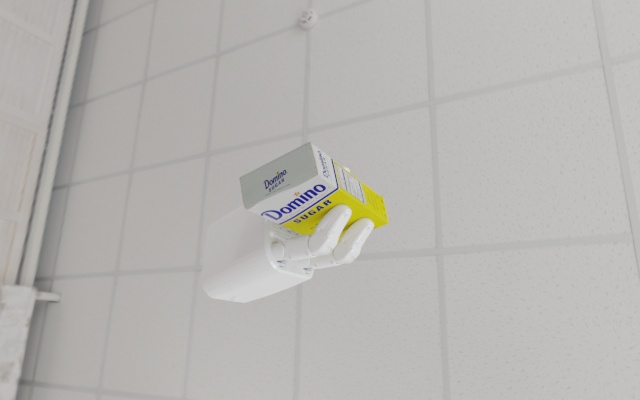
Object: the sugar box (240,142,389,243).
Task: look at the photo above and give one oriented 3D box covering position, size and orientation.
[{"bbox_3d":[0.000,0.002,0.544,0.093,0.048,0.176,-24,-26,24],"label":"sugar box"}]
